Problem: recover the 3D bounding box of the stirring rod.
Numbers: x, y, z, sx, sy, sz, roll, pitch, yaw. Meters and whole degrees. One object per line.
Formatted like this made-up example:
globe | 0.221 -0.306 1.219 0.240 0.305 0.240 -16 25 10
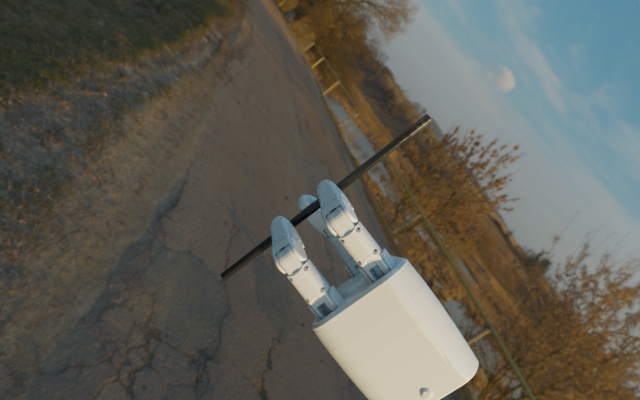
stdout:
stirring rod | 0.000 0.002 0.432 0.239 0.011 0.011 -38 -9 12
